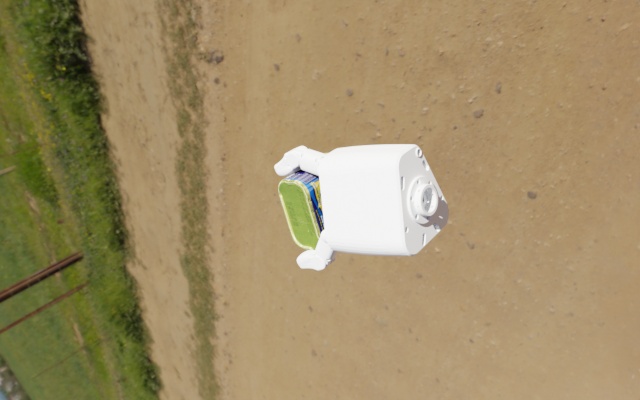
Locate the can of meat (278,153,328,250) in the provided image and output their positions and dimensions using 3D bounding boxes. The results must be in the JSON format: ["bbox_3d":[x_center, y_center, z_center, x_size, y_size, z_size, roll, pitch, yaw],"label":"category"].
[{"bbox_3d":[0.000,0.002,0.608,0.057,0.102,0.084,5,30,43],"label":"can of meat"}]
